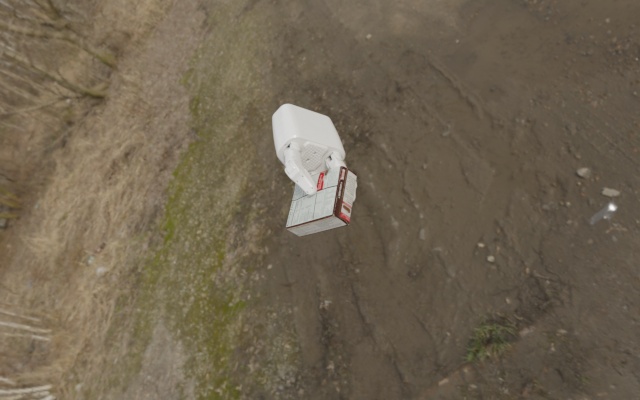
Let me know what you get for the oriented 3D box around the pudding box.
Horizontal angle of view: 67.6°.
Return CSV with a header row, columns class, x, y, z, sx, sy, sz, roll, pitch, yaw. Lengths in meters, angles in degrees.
class,x,y,z,sx,sy,sz,roll,pitch,yaw
pudding box,0.000,0.002,0.748,0.039,0.090,0.113,29,-31,-34
